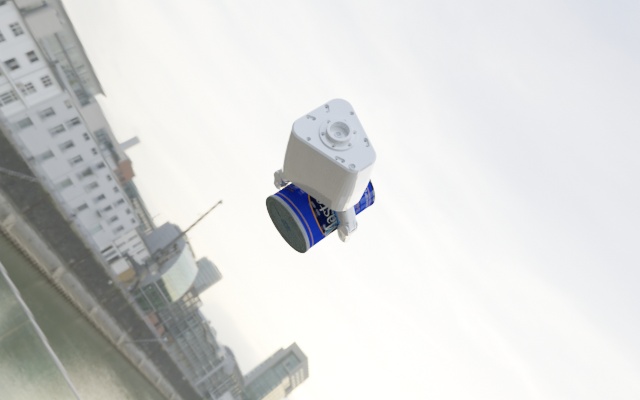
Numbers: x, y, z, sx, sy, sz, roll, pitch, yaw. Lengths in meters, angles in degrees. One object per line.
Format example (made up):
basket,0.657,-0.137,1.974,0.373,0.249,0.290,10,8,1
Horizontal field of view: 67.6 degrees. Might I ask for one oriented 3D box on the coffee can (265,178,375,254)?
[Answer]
coffee can,0.000,0.003,0.746,0.140,0.103,0.103,-34,14,-23
